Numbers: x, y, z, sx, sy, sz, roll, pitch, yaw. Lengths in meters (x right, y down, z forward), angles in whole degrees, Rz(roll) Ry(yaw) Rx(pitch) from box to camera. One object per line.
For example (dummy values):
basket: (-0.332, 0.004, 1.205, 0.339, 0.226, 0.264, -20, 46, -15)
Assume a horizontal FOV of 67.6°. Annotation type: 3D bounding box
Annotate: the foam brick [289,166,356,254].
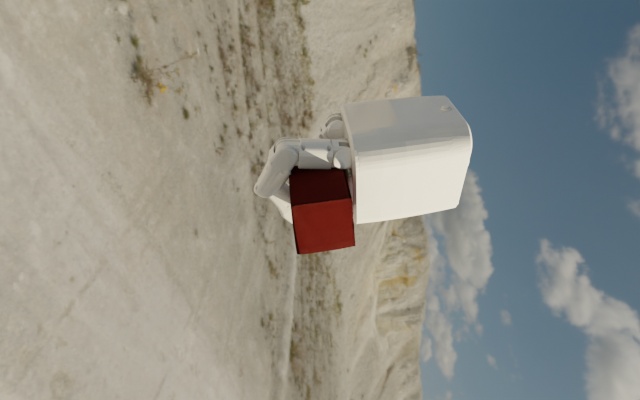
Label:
foam brick: (0.000, 0.002, 0.424, 0.051, 0.053, 0.078, -6, 34, -1)
